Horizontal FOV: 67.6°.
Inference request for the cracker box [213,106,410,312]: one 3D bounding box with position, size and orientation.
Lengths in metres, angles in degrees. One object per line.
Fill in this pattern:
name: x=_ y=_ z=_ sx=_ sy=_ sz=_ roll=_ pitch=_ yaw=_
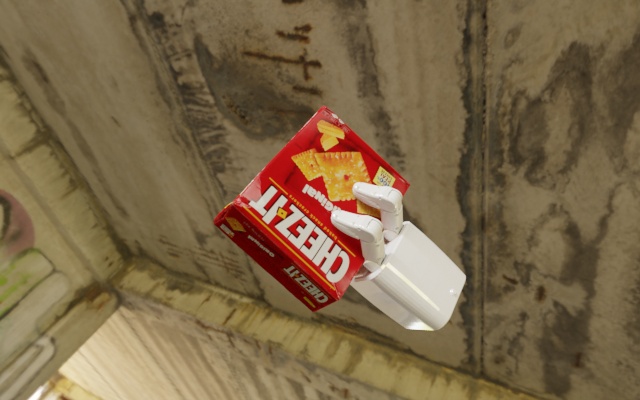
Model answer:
cracker box: x=0.000 y=0.002 z=0.602 sx=0.072 sy=0.164 sz=0.213 roll=-39 pitch=10 yaw=51
